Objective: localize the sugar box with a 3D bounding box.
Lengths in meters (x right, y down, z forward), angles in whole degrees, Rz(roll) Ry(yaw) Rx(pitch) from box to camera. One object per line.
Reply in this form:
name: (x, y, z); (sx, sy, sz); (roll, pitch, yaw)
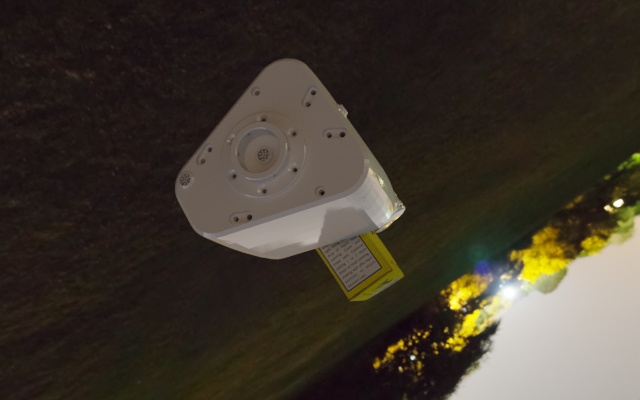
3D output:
sugar box: (0.001, 0.001, 0.408); (0.048, 0.176, 0.093); (-34, -17, 5)
